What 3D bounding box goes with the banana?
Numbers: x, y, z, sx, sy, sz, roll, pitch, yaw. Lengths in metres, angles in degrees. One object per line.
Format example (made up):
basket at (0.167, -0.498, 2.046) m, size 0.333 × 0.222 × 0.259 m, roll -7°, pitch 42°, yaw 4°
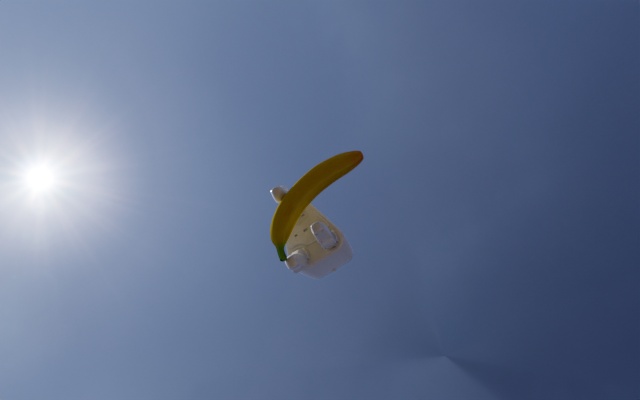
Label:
banana at (-0.016, -0.004, 0.704) m, size 0.069 × 0.198 × 0.037 m, roll 32°, pitch -9°, yaw 25°
